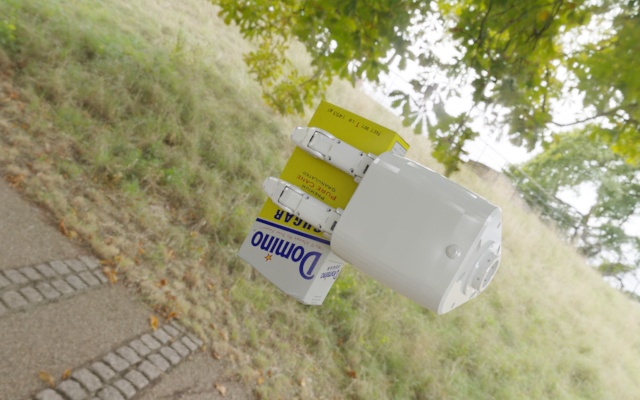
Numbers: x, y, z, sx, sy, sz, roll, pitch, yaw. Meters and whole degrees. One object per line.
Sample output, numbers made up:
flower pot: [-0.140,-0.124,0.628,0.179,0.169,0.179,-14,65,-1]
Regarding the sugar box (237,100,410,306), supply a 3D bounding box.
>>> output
sugar box: [0.000,0.001,0.459,0.093,0.176,0.048,30,0,31]
